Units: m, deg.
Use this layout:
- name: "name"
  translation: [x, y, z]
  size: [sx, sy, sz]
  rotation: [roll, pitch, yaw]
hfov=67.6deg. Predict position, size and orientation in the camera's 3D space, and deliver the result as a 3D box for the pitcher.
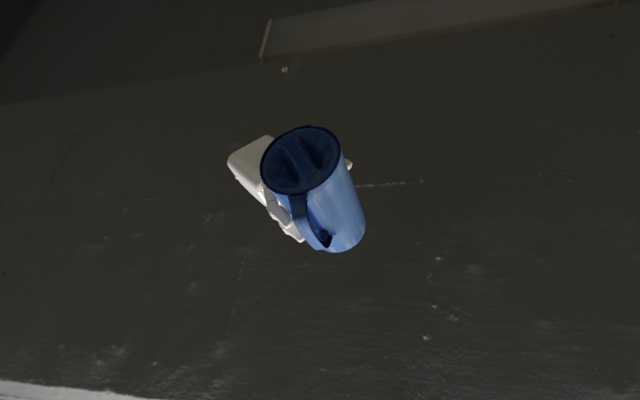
- name: "pitcher"
  translation: [0.000, 0.003, 0.823]
  size: [0.145, 0.149, 0.243]
  rotation: [36, -14, 34]
